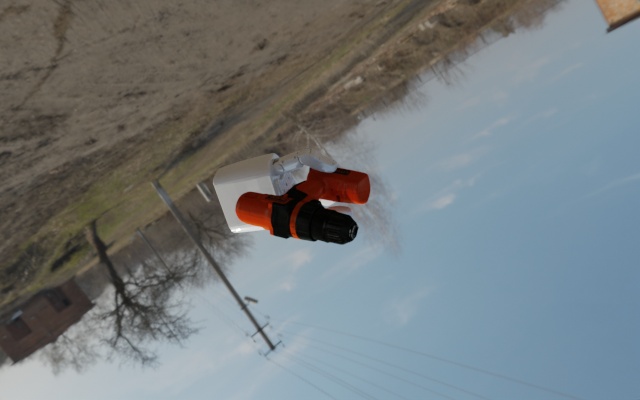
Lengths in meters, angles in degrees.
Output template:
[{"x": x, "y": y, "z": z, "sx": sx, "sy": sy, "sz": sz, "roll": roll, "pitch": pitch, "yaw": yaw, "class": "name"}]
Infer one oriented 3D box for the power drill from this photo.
[{"x": 0.000, "y": 0.002, "z": 0.691, "sx": 0.184, "sy": 0.057, "sz": 0.187, "roll": 13, "pitch": 23, "yaw": 28, "class": "power drill"}]
